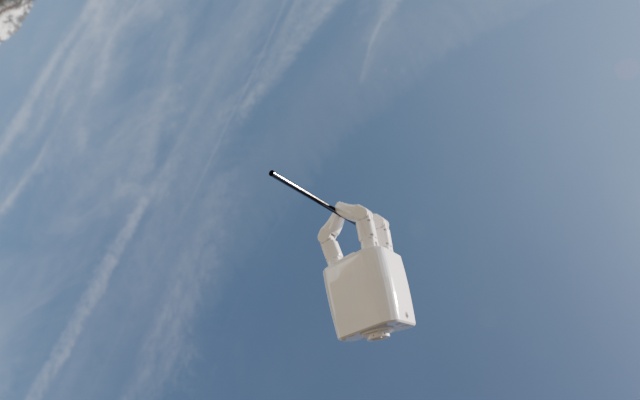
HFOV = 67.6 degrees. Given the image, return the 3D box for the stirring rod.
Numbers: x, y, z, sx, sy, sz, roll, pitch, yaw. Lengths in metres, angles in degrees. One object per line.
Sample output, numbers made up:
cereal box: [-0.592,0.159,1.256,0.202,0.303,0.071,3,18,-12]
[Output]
stirring rod: [0.000,0.002,0.685,0.011,0.011,0.239,0,-17,32]
